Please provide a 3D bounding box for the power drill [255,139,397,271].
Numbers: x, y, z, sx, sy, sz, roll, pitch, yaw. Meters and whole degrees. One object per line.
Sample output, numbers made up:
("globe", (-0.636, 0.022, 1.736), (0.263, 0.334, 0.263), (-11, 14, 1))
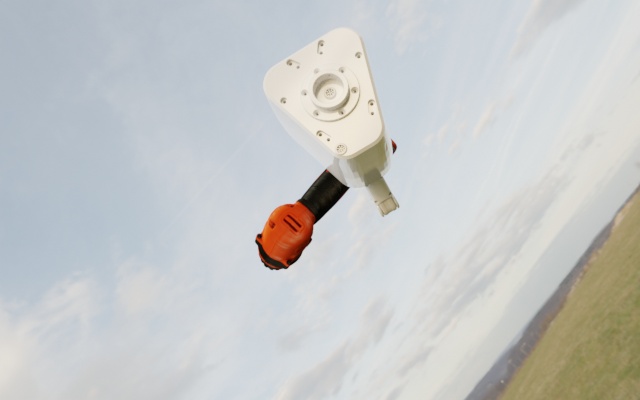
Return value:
("power drill", (0.000, 0.001, 0.558), (0.057, 0.187, 0.184), (41, -19, 1))
